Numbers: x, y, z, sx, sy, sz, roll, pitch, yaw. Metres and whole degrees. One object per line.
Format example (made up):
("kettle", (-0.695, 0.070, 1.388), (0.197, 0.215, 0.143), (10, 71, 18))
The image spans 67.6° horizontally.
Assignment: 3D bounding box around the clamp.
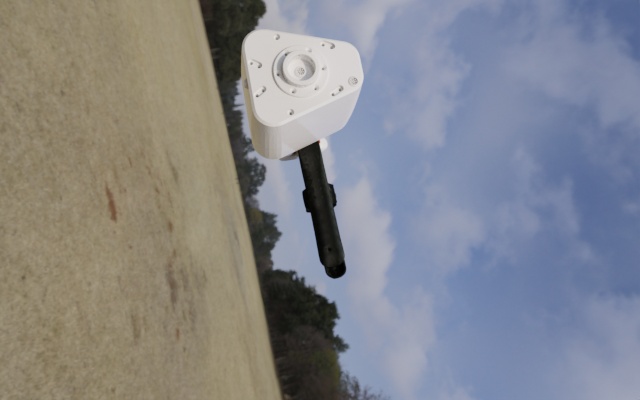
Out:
("clamp", (0.001, 0.001, 0.514), (0.039, 0.171, 0.120), (-14, -7, -5))
